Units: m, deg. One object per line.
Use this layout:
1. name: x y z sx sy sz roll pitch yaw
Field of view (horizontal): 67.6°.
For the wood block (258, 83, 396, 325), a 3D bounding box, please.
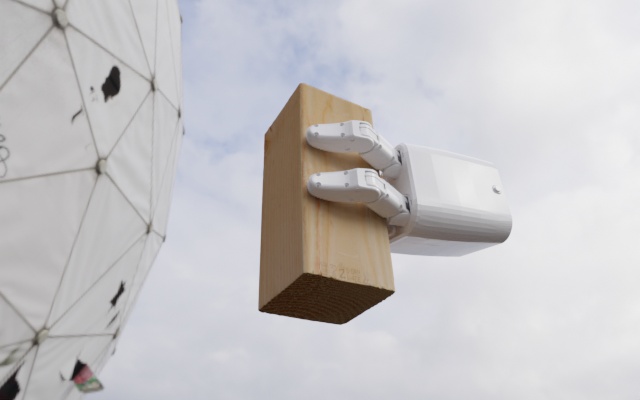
1. wood block: 0.000 0.002 0.461 0.090 0.206 0.091 16 -38 -25
